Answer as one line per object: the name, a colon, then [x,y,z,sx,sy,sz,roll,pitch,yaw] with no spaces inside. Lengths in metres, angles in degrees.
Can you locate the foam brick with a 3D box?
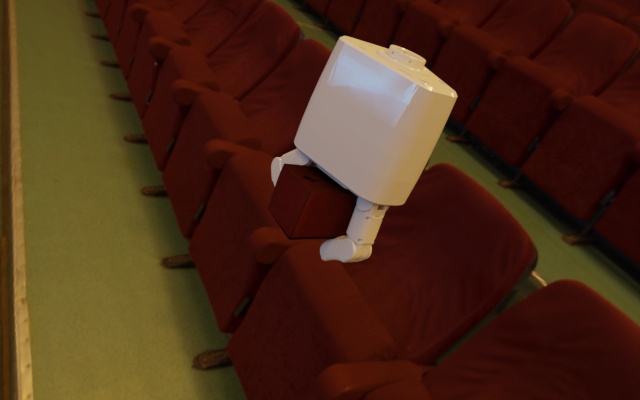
foam brick: [0.000,0.002,0.447,0.078,0.051,0.053,2,31,-36]
